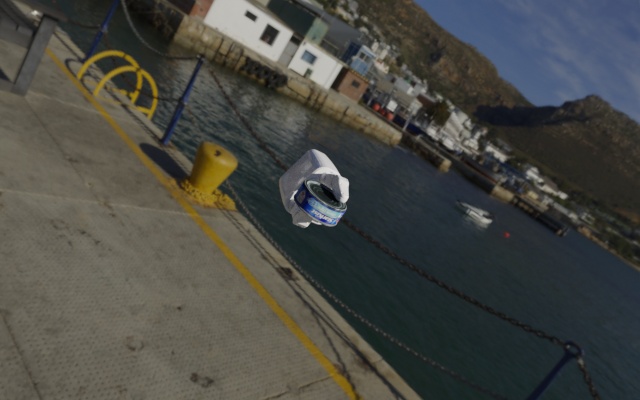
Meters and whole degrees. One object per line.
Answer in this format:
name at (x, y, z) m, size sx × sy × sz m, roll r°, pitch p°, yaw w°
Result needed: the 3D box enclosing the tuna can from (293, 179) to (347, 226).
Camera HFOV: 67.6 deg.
tuna can at (0.000, 0.002, 0.788) m, size 0.086 × 0.034 × 0.086 m, roll 31°, pitch 19°, yaw -12°
